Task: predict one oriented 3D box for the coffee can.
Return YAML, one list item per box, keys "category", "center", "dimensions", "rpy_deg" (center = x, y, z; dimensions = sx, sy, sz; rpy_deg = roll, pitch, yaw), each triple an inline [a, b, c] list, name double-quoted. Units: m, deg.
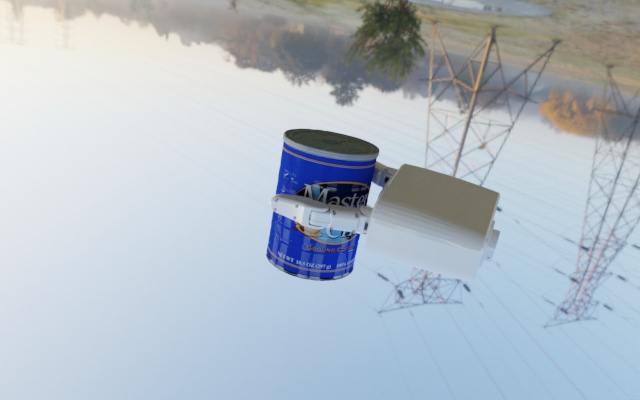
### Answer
- category: "coffee can"
  center: [0.000, 0.002, 0.524]
  dimensions: [0.103, 0.140, 0.102]
  rpy_deg: [9, 19, -3]
